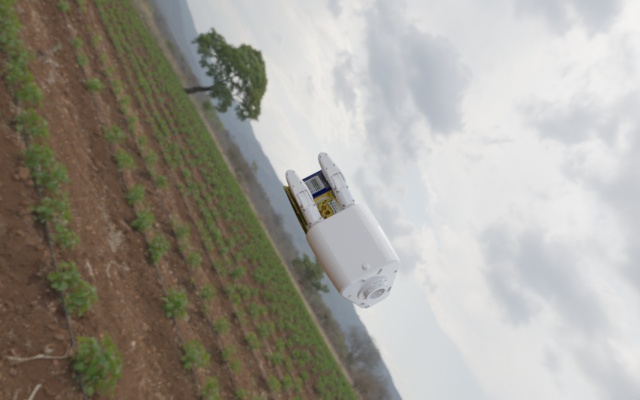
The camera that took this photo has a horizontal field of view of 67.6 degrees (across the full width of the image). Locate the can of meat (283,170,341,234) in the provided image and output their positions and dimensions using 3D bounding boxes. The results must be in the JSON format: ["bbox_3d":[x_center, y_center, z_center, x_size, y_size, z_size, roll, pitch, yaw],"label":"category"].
[{"bbox_3d":[0.000,0.002,0.733,0.084,0.057,0.102,-27,-40,-6],"label":"can of meat"}]
